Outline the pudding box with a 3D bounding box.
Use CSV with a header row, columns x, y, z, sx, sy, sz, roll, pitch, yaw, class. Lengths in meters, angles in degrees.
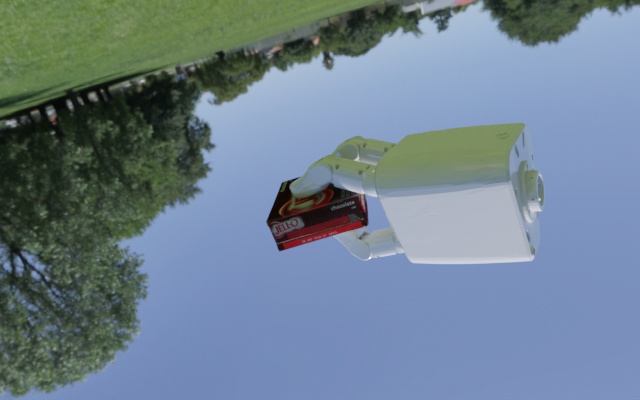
x,y,z,sx,sy,sz,roll,pitch,yaw,class
0.000,0.002,0.481,0.090,0.039,0.113,-16,17,9,pudding box
